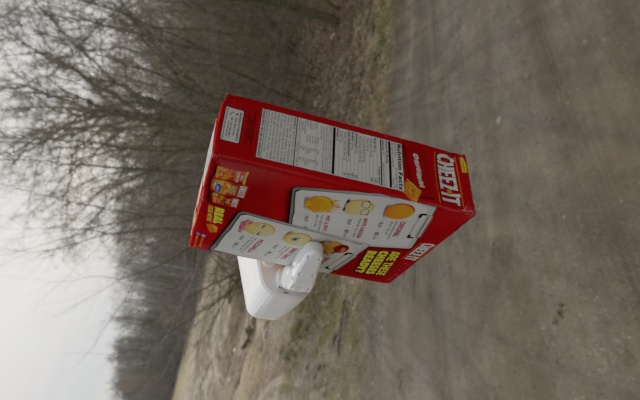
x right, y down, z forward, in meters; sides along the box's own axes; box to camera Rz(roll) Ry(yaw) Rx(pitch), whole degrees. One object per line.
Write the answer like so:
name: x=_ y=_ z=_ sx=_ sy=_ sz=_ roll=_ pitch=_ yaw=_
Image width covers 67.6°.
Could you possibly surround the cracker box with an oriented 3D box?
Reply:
cracker box: x=0.000 y=0.002 z=0.435 sx=0.214 sy=0.072 sz=0.164 roll=12 pitch=-32 yaw=-15
